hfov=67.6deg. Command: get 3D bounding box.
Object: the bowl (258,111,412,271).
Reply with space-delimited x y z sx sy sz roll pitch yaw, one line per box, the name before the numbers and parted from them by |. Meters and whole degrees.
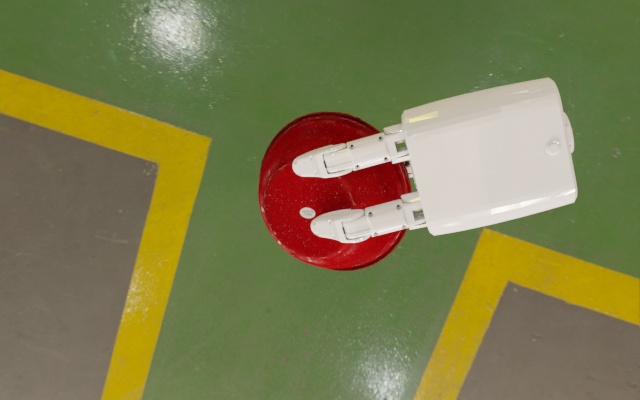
bowl | -0.001 0.002 0.445 0.162 0.162 0.055 0 17 25
